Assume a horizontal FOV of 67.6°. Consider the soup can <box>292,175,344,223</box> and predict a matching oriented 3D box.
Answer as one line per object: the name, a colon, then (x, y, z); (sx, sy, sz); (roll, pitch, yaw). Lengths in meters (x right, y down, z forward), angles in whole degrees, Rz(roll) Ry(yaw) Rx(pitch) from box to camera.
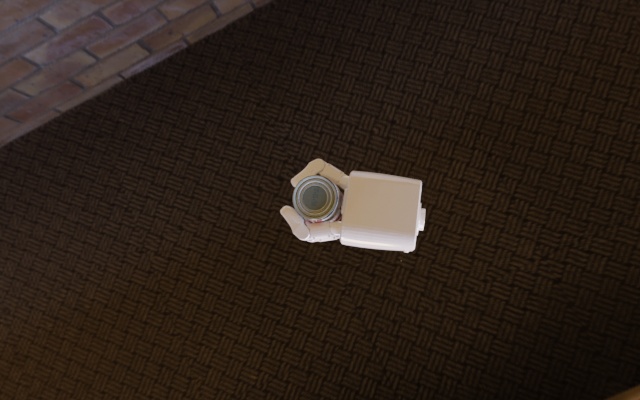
soup can: (0.000, 0.002, 0.723); (0.068, 0.068, 0.102); (0, -7, 10)
